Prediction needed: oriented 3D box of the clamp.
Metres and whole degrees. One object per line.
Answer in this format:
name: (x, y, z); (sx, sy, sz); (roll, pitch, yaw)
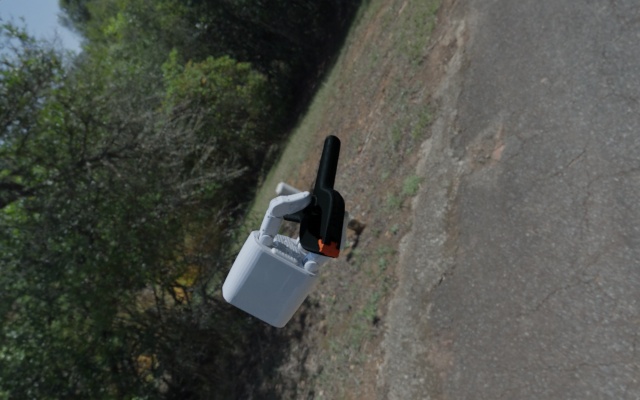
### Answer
clamp: (-0.001, 0.002, 0.689); (0.036, 0.164, 0.210); (22, 19, -23)
